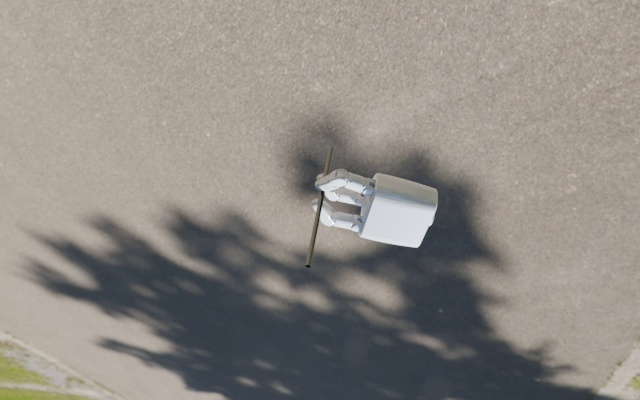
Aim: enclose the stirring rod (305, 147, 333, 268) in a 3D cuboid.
[{"bbox_3d":[0.000,0.002,0.783,0.011,0.239,0.011,7,-36,5],"label":"stirring rod"}]
